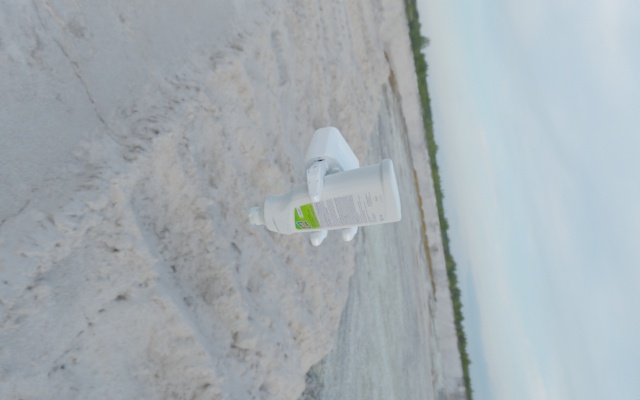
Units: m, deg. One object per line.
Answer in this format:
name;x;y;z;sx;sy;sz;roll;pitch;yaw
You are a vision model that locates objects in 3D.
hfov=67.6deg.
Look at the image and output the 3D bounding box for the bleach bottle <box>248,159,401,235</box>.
bleach bottle;0.000;0.003;0.785;0.251;0.103;0.068;-9;35;13
